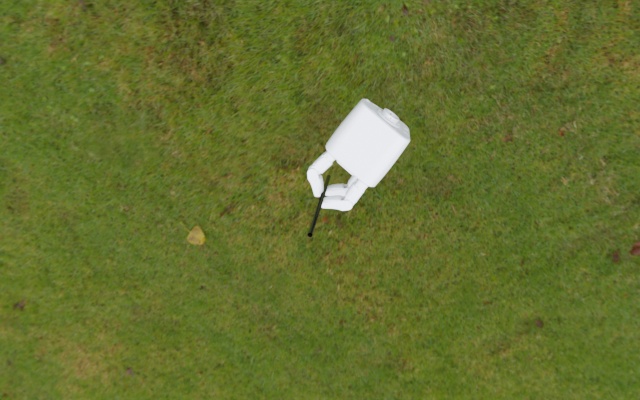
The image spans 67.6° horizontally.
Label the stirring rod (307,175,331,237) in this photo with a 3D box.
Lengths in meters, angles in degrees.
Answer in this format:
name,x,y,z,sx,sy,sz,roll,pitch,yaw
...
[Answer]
name,x,y,z,sx,sy,sz,roll,pitch,yaw
stirring rod,0.000,0.003,0.849,0.011,0.011,0.239,0,25,9
